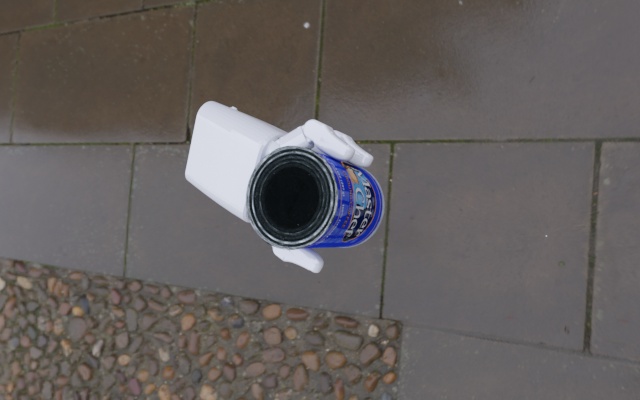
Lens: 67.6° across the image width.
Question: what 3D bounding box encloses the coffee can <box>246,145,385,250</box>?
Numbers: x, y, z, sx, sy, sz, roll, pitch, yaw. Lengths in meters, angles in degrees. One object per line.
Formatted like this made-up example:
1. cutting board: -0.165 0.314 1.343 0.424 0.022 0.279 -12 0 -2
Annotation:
1. coffee can: 0.000 0.002 0.525 0.103 0.103 0.140 0 -4 26
